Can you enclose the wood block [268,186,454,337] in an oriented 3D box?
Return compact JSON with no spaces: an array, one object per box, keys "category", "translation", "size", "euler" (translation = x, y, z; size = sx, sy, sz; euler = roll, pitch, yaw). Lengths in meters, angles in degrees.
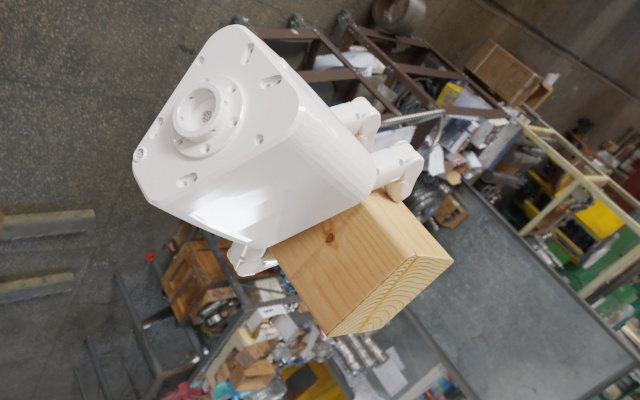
[{"category":"wood block","translation":[0.000,0.002,0.407],"size":[0.090,0.091,0.206],"euler":[14,33,-55]}]
